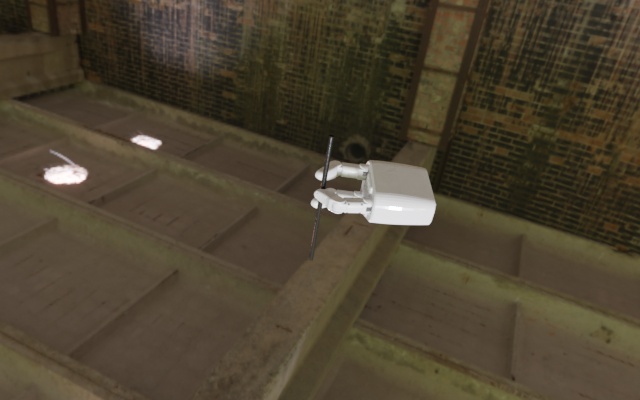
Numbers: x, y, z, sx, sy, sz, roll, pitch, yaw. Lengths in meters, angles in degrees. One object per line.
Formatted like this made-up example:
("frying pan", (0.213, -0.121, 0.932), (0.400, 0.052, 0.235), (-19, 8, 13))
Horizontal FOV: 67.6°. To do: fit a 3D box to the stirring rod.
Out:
("stirring rod", (0.000, 0.003, 0.809), (0.011, 0.240, 0.011), (7, 29, -4))
